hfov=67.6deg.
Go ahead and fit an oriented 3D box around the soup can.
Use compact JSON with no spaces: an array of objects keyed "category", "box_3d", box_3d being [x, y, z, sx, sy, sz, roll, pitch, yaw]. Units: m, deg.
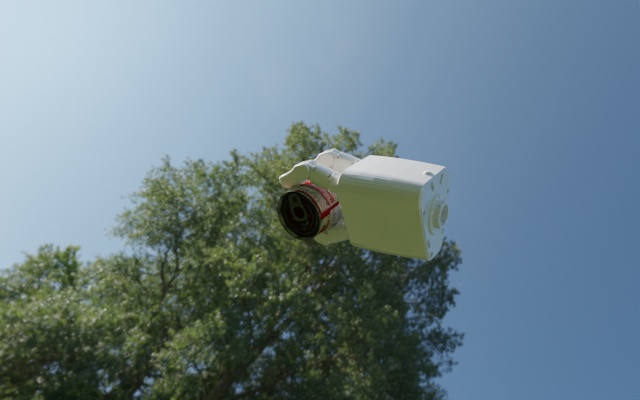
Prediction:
[{"category":"soup can","box_3d":[0.000,0.002,0.639,0.068,0.068,0.102,0,21,37]}]
